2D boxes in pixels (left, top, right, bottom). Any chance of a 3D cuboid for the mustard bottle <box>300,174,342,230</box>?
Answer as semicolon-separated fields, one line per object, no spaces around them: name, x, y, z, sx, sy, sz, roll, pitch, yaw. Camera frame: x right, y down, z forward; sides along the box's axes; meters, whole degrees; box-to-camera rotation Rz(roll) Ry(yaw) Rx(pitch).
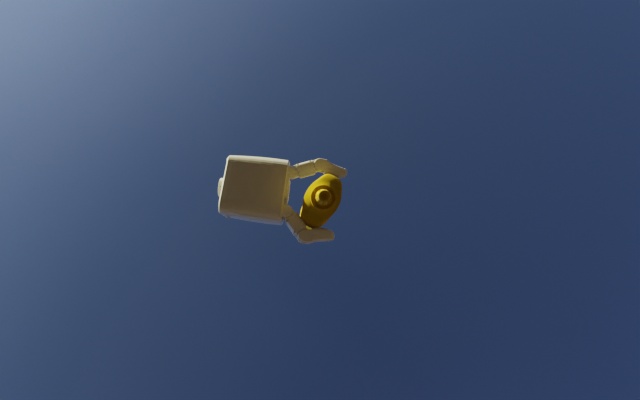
mustard bottle;0.000;0.003;0.821;0.058;0.096;0.191;31;-7;1
